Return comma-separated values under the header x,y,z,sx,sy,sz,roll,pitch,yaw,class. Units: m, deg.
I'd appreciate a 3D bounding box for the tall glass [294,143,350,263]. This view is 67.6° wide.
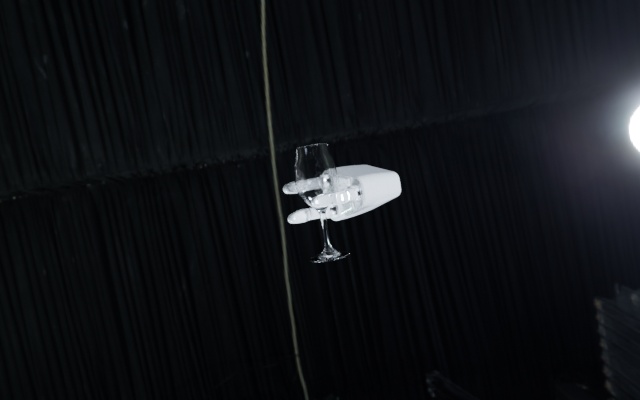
x,y,z,sx,sy,sz,roll,pitch,yaw,class
0.000,0.003,0.843,0.079,0.201,0.079,-10,4,1,tall glass
